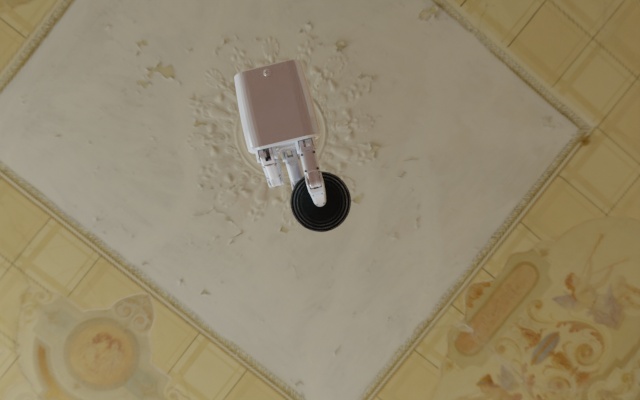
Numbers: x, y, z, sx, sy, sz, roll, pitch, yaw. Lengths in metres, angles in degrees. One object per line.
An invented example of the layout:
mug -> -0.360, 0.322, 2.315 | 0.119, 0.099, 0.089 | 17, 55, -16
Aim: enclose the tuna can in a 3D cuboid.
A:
tuna can -> 0.000, 0.002, 0.688 | 0.086, 0.086, 0.034 | 0, -2, -1
